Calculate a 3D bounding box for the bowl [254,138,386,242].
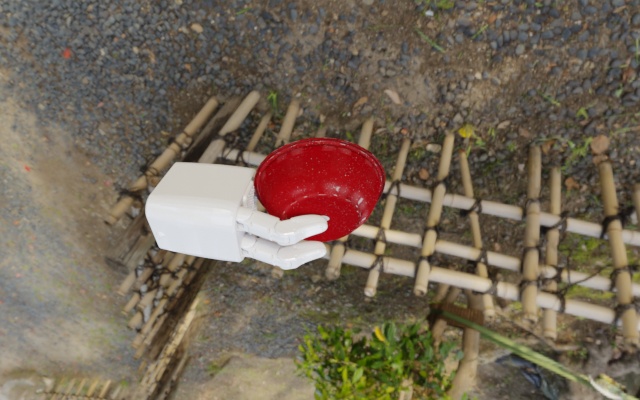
[{"bbox_3d":[0.001,0.002,0.569,0.162,0.055,0.162,-2,-39,-2],"label":"bowl"}]
